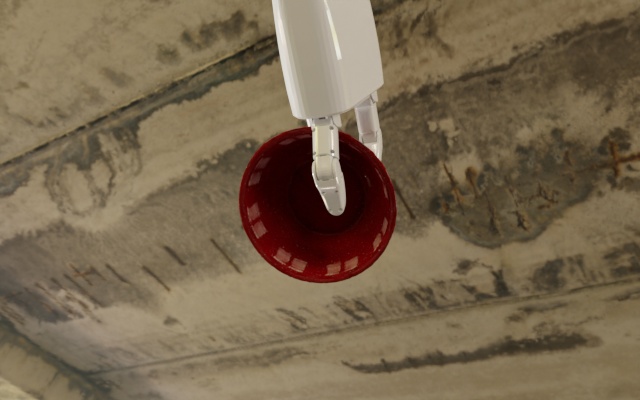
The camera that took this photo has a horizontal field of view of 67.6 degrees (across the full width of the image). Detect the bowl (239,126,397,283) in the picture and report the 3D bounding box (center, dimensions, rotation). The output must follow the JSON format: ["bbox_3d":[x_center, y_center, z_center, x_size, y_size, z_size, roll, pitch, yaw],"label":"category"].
[{"bbox_3d":[0.000,0.003,0.498,0.162,0.162,0.055,0,14,14],"label":"bowl"}]
